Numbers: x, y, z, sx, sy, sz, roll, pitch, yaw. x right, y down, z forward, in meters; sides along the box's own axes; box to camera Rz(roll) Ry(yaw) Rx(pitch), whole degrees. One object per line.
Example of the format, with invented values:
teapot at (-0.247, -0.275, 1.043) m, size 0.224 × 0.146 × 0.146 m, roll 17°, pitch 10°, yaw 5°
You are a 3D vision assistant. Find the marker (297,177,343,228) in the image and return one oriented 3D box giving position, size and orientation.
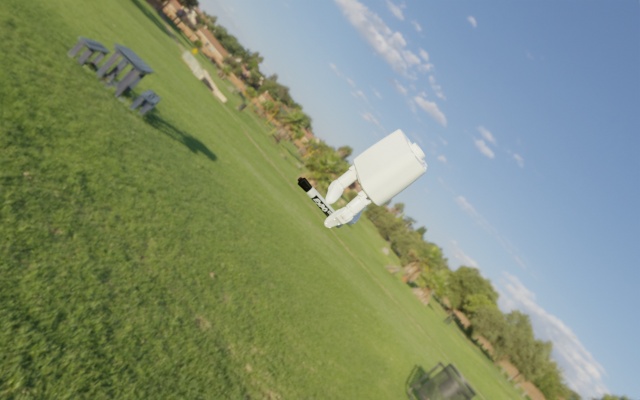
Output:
marker at (0.000, 0.003, 0.879) m, size 0.020 × 0.121 × 0.020 m, roll -37°, pitch 18°, yaw 15°
